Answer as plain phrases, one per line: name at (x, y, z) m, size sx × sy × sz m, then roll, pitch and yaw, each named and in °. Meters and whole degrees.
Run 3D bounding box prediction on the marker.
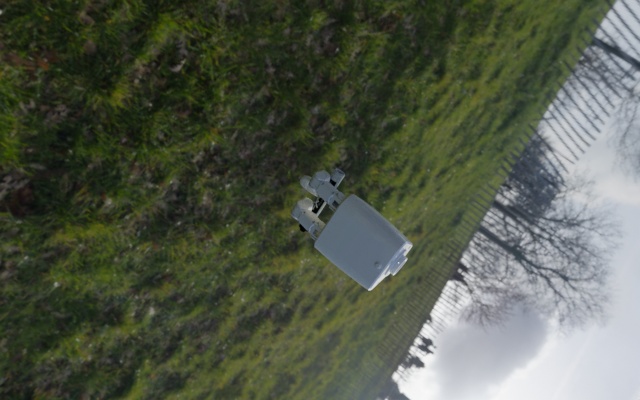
marker at (0.000, 0.002, 0.761) m, size 0.020 × 0.121 × 0.020 m, roll 28°, pitch 23°, yaw -13°
